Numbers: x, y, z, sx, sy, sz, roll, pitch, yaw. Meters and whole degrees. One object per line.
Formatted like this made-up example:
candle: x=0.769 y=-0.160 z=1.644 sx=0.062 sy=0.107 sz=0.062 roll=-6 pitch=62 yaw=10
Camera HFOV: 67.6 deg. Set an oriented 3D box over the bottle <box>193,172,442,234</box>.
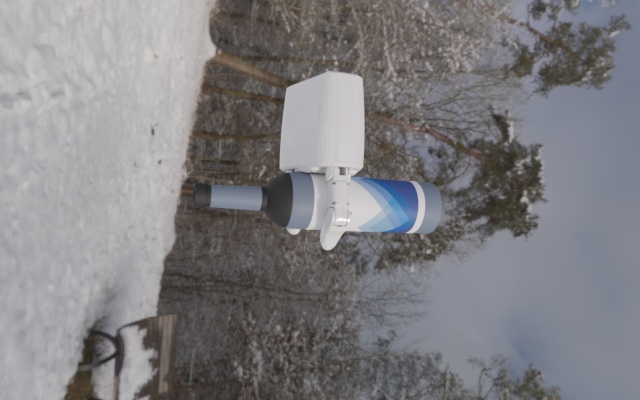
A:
bottle: x=0.000 y=0.002 z=0.571 sx=0.296 sy=0.069 sz=0.069 roll=3 pitch=-1 yaw=-19
